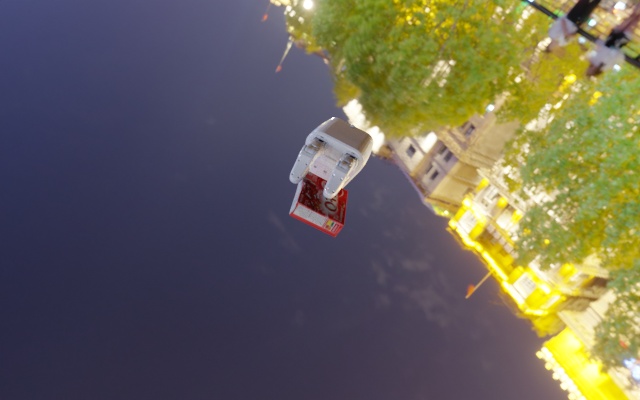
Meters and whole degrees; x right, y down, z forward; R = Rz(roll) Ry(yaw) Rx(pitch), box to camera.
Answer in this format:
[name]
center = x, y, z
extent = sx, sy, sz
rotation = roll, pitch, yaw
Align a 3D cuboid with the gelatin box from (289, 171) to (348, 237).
[gelatin box]
center = 0.000, 0.003, 0.687
extent = 0.073, 0.030, 0.089
rotation = 27, 34, -10
